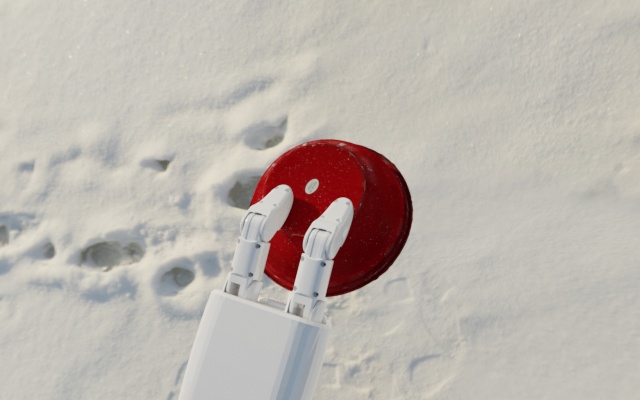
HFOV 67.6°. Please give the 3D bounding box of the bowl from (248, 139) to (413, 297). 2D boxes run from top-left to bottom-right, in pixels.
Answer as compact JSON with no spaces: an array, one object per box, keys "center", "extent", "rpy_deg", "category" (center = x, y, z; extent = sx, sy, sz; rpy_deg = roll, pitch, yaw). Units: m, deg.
[{"center":[0.000,0.000,0.431],"extent":[0.162,0.162,0.055],"rpy_deg":[0,-27,15],"category":"bowl"}]
